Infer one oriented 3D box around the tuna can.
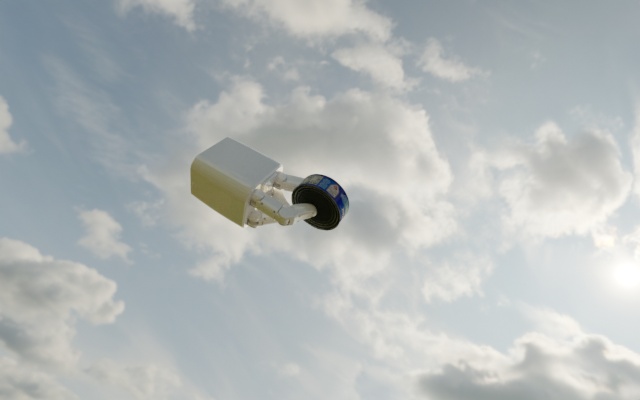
[{"bbox_3d":[0.000,0.002,0.727,0.086,0.086,0.033,0,36,39],"label":"tuna can"}]
